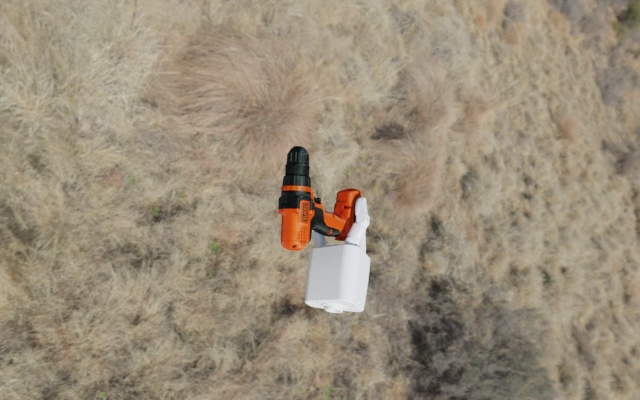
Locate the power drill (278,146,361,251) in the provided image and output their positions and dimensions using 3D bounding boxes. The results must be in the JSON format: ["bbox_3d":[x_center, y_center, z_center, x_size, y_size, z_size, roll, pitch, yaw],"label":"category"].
[{"bbox_3d":[0.000,0.003,0.889,0.057,0.184,0.188,0,-7,43],"label":"power drill"}]
